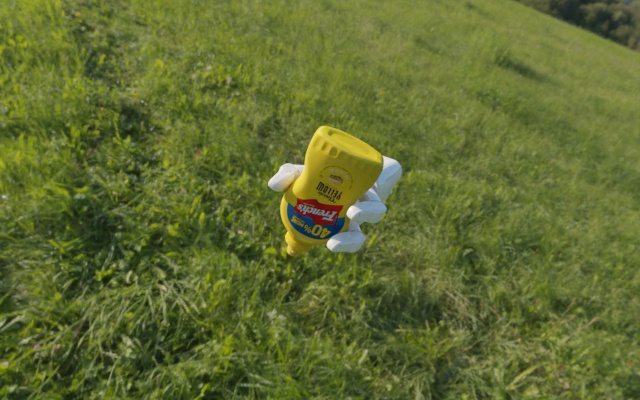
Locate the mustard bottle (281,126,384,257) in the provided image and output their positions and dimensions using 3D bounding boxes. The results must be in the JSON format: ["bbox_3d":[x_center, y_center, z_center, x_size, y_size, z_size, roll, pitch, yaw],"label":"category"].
[{"bbox_3d":[0.000,0.002,0.641,0.096,0.192,0.058,26,30,-6],"label":"mustard bottle"}]
